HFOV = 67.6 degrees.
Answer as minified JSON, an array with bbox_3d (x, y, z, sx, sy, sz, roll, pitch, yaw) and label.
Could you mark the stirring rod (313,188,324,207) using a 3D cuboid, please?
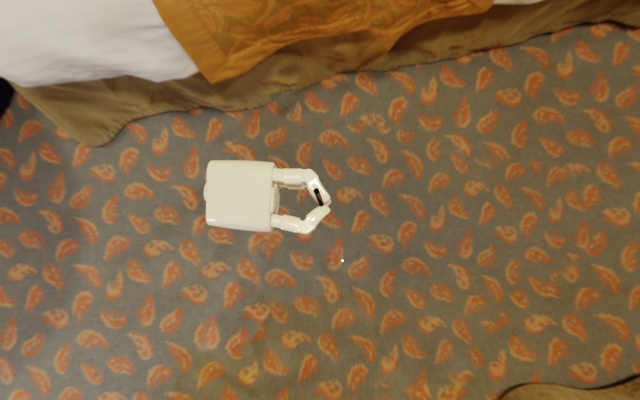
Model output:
[{"bbox_3d":[0.000,0.002,0.743,0.011,0.011,0.239,0,-7,3],"label":"stirring rod"}]
